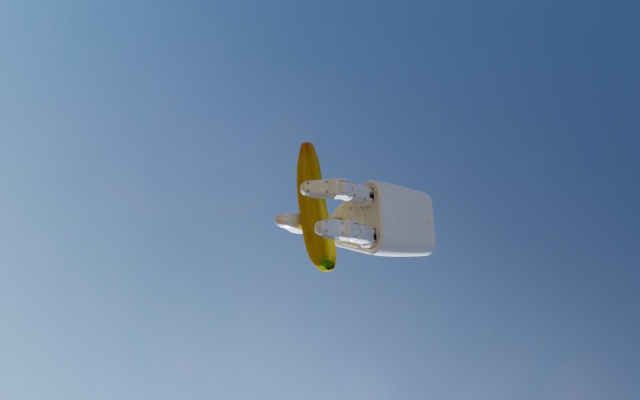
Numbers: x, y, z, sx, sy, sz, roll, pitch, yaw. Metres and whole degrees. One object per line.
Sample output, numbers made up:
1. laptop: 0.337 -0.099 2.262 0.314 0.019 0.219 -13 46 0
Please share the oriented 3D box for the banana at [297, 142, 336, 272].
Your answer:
1. banana: -0.004 0.016 0.624 0.037 0.197 0.070 1 -36 -19
